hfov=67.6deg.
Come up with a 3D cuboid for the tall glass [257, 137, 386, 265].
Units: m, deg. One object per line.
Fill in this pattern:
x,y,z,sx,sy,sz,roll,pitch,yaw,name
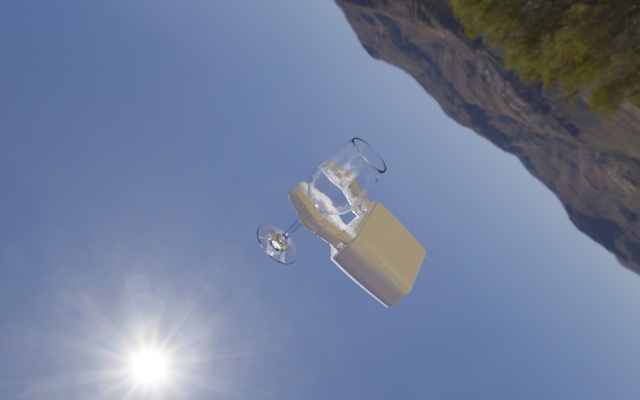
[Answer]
0.000,0.003,0.669,0.201,0.079,0.079,-44,-22,25,tall glass
